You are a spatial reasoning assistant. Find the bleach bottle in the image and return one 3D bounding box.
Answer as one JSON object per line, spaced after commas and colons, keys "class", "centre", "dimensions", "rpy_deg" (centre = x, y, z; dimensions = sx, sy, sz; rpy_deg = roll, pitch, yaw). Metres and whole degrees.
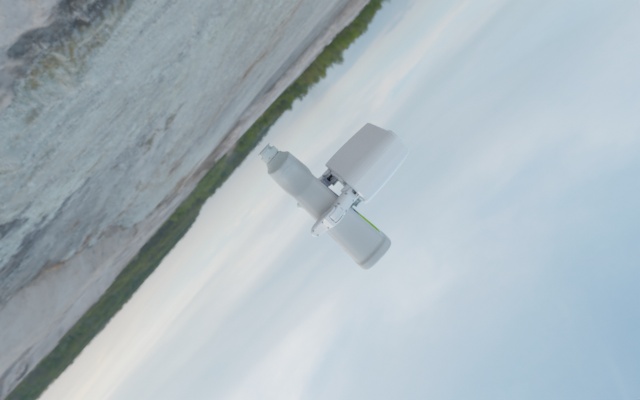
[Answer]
{"class": "bleach bottle", "centre": [0.000, 0.003, 0.781], "dimensions": [0.251, 0.068, 0.102], "rpy_deg": [43, 0, -11]}
